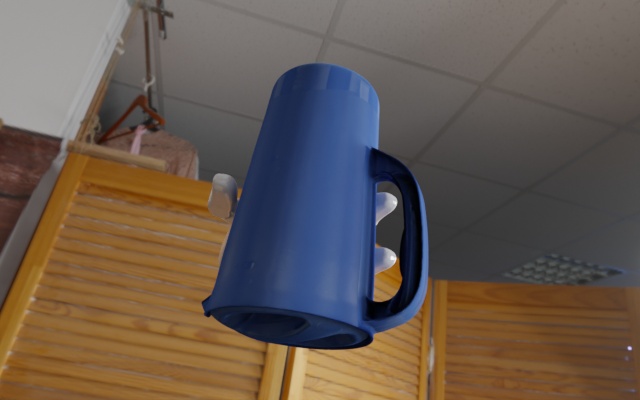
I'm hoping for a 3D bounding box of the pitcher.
[{"bbox_3d":[0.000,0.001,0.421,0.149,0.242,0.145,17,-28,-16],"label":"pitcher"}]
